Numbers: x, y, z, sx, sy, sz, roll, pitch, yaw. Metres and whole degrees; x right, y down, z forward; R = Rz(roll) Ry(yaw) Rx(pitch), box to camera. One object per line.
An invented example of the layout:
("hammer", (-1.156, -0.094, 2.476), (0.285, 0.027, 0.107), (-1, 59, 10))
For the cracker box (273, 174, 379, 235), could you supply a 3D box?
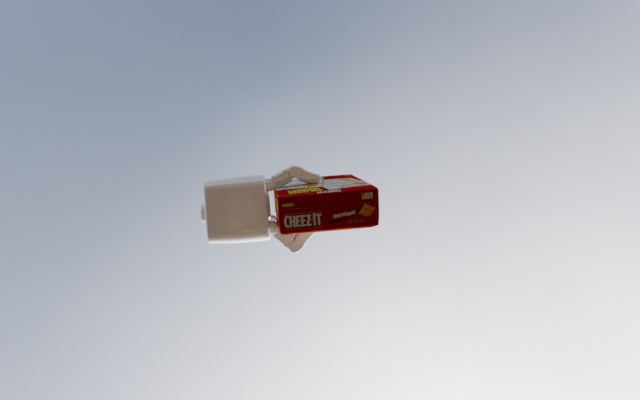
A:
("cracker box", (0.000, 0.003, 0.858), (0.164, 0.072, 0.213), (-6, 10, -7))
